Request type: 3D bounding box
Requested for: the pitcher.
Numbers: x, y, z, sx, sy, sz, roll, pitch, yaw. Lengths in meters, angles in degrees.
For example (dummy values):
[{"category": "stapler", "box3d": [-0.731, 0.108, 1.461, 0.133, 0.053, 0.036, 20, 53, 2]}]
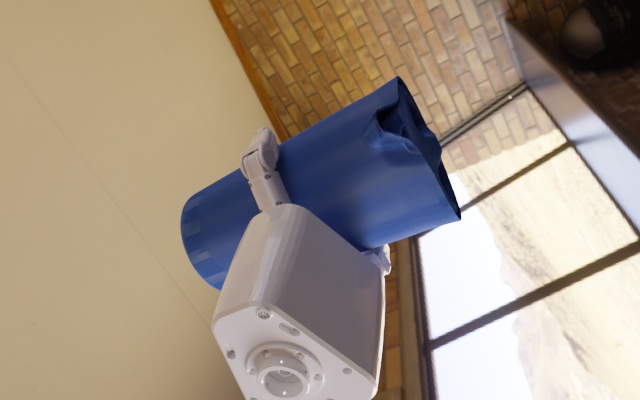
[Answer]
[{"category": "pitcher", "box3d": [0.000, 0.002, 0.452, 0.243, 0.149, 0.145, -24, 24, 20]}]
